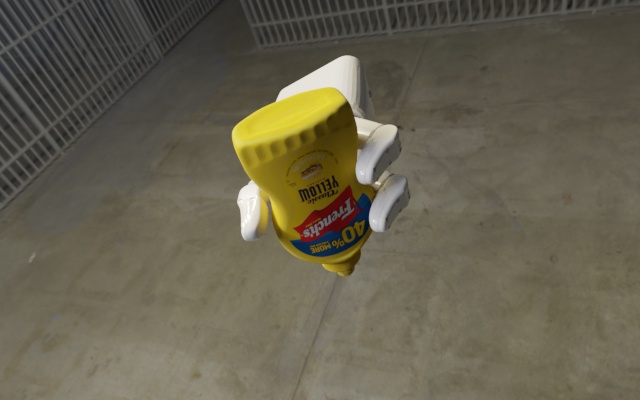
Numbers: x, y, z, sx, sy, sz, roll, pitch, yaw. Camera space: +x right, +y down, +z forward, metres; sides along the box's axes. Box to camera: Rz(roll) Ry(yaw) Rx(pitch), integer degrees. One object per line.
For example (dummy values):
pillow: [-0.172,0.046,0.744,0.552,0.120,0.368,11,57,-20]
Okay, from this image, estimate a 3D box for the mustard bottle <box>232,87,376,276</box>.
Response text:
mustard bottle: [0.000,0.001,0.427,0.096,0.192,0.058,-24,40,-5]
